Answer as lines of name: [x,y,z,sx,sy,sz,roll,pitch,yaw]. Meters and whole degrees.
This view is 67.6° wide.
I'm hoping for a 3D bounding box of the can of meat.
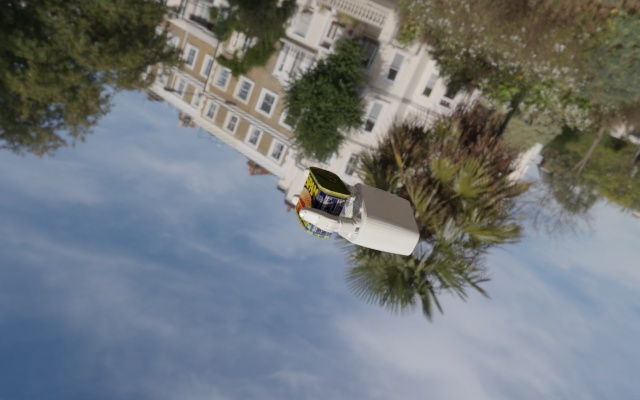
can of meat: [0.000,0.003,0.795,0.057,0.084,0.102,14,21,-22]
